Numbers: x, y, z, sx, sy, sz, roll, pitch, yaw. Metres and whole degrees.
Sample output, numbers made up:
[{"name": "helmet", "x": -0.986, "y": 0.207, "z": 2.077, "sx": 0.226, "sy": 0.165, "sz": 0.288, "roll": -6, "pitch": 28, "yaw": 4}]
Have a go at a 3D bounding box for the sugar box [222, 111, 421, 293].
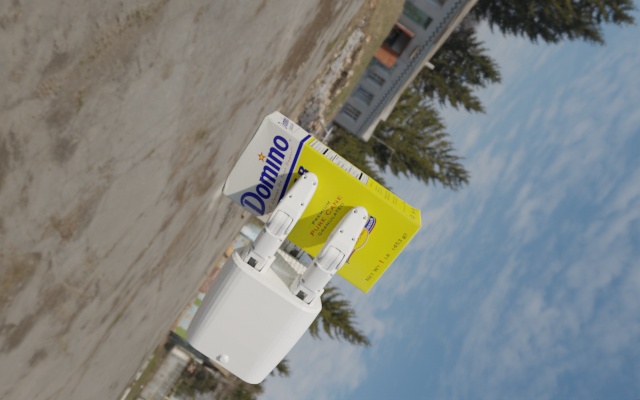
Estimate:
[{"name": "sugar box", "x": 0.000, "y": 0.002, "z": 0.465, "sx": 0.176, "sy": 0.093, "sz": 0.048, "roll": 33, "pitch": 20, "yaw": -3}]
